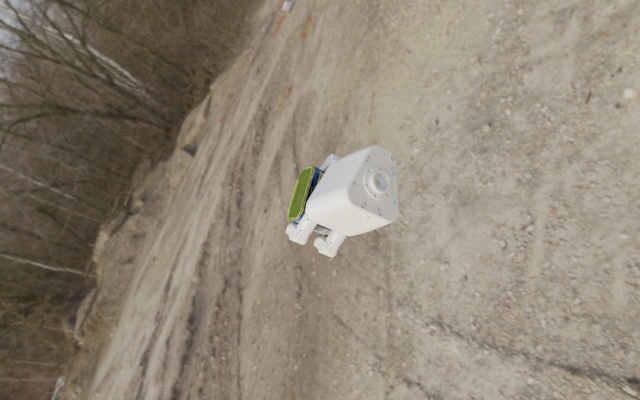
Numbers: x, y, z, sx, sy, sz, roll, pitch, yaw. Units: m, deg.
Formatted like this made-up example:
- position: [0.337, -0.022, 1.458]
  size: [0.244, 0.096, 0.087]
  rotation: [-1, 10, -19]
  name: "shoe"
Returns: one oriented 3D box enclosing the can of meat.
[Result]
- position: [0.000, 0.002, 0.785]
  size: [0.084, 0.102, 0.057]
  rotation: [24, -21, -24]
  name: "can of meat"
